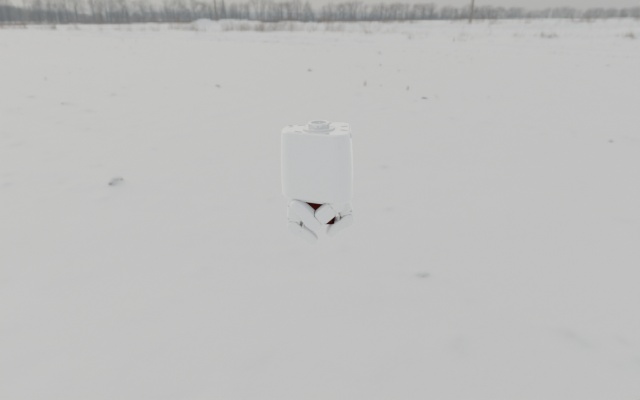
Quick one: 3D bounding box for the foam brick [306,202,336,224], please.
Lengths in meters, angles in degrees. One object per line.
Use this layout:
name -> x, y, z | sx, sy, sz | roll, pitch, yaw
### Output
foam brick -> 0.000, 0.003, 0.810 | 0.053, 0.051, 0.078 | -1, 21, 5
